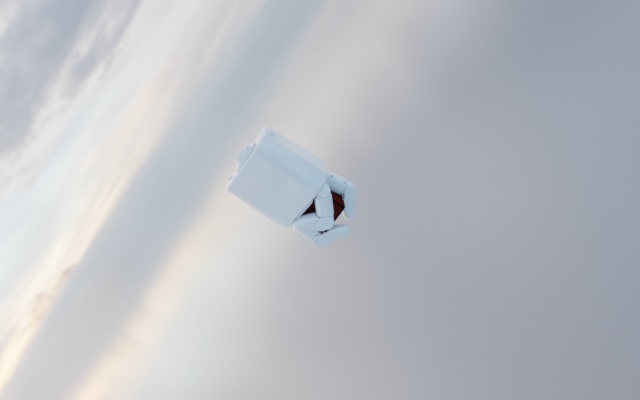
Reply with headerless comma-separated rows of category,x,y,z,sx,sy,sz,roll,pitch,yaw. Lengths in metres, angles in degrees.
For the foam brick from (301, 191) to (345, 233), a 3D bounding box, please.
foam brick,0.000,0.002,0.737,0.051,0.053,0.078,32,16,-15
